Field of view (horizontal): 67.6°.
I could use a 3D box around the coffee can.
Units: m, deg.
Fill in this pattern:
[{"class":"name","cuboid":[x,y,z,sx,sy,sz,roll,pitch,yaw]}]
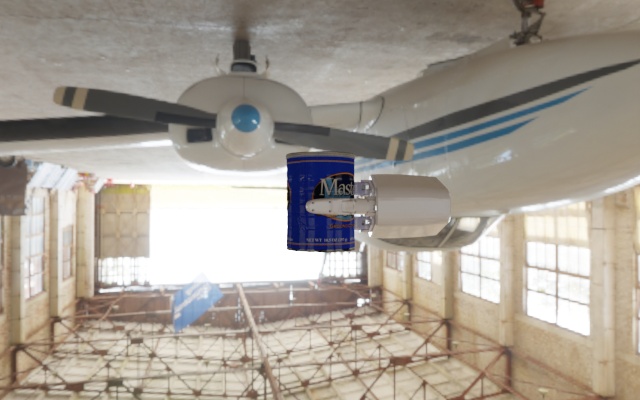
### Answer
[{"class":"coffee can","cuboid":[0.000,0.002,0.706,0.103,0.140,0.103,0,0,0]}]
